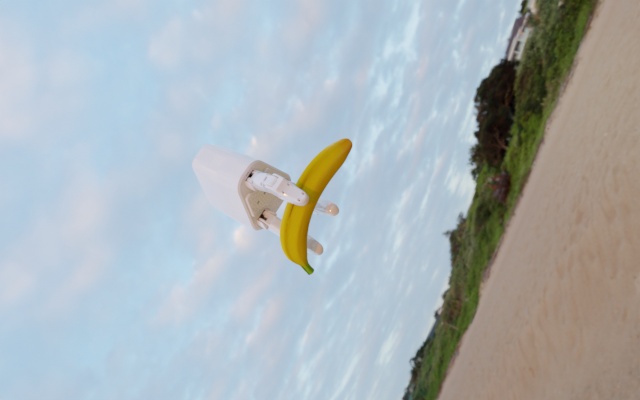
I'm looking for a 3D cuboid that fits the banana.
[{"bbox_3d":[-0.013,0.003,0.649,0.037,0.198,0.069,23,7,42],"label":"banana"}]
